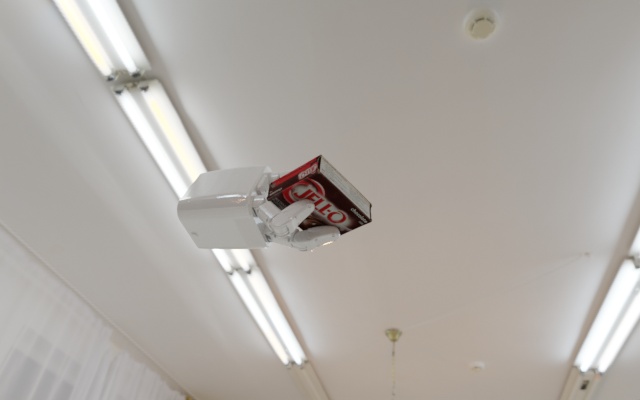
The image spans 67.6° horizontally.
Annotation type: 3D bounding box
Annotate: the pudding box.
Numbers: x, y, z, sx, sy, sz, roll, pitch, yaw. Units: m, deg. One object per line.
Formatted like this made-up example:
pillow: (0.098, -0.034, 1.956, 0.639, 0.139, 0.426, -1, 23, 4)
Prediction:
pudding box: (0.000, 0.002, 0.627, 0.090, 0.039, 0.113, -26, -50, 32)
